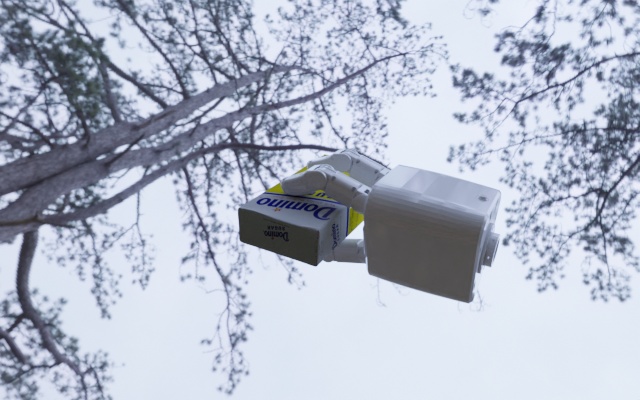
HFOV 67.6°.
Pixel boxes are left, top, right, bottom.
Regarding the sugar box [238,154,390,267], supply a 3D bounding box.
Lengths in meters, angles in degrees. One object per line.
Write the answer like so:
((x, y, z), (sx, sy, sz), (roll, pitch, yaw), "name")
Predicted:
((0.000, 0.001, 0.520), (0.093, 0.048, 0.176), (14, 27, 25), "sugar box")
